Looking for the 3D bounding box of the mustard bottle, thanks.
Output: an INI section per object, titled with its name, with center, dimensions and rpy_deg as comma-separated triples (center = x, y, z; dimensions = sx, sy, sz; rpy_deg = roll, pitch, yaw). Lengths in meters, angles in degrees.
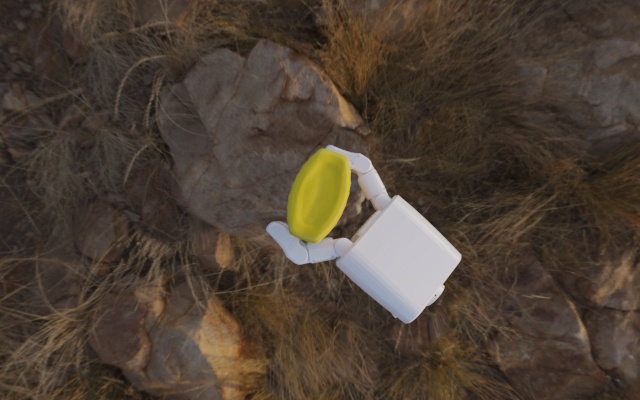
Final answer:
[mustard bottle]
center = 0.000, 0.002, 0.569
dimensions = 0.058, 0.096, 0.191
rpy_deg = 19, -4, 2
